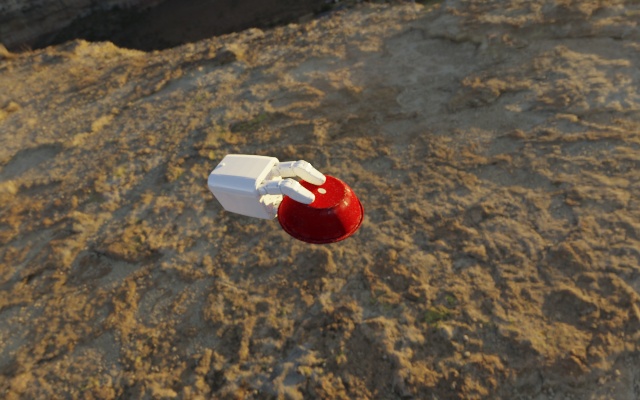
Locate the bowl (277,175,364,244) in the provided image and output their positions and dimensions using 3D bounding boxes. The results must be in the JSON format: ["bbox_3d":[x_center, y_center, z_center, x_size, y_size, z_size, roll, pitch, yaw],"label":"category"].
[{"bbox_3d":[0.001,0.003,0.870,0.162,0.055,0.162,1,43,0],"label":"bowl"}]
